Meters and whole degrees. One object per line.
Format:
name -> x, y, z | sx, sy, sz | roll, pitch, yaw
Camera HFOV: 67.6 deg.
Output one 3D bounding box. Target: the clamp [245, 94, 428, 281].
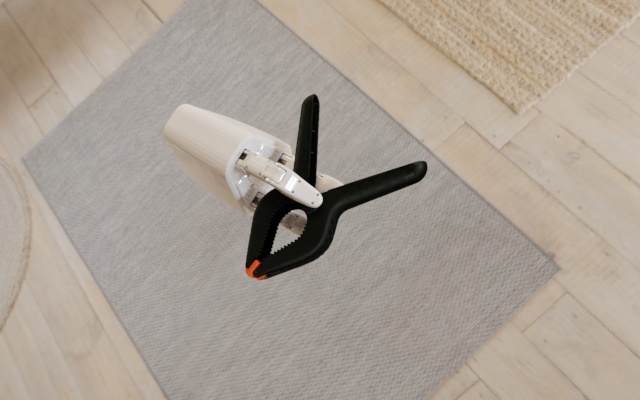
clamp -> -0.001, 0.002, 0.503 | 0.164, 0.210, 0.036 | 29, -6, 25
